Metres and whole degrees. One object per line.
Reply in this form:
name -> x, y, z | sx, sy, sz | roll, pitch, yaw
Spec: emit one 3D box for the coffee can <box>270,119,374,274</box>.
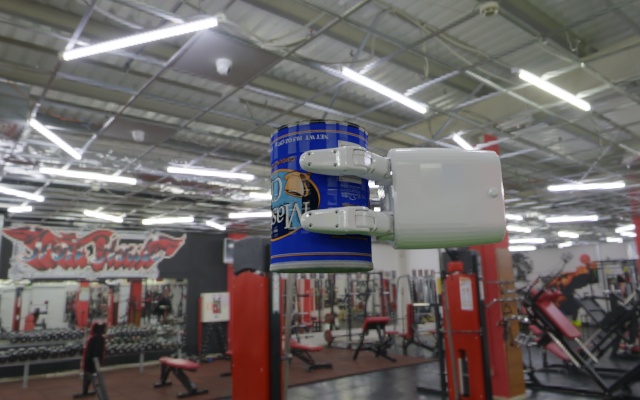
coffee can -> 0.000, 0.002, 0.486 | 0.103, 0.140, 0.103 | -1, -11, 0
